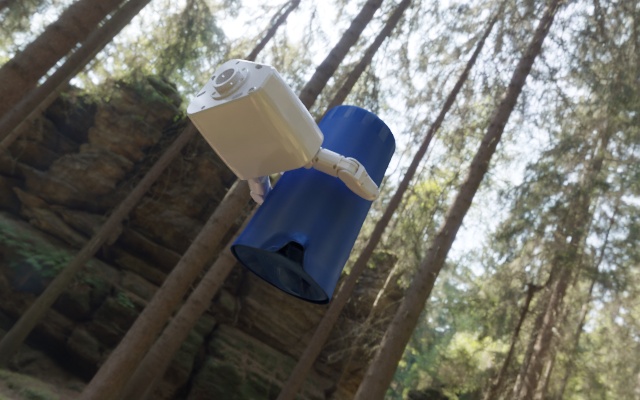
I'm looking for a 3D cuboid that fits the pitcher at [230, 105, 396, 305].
[{"bbox_3d":[0.000,0.002,0.618,0.149,0.242,0.145,7,-33,41],"label":"pitcher"}]
